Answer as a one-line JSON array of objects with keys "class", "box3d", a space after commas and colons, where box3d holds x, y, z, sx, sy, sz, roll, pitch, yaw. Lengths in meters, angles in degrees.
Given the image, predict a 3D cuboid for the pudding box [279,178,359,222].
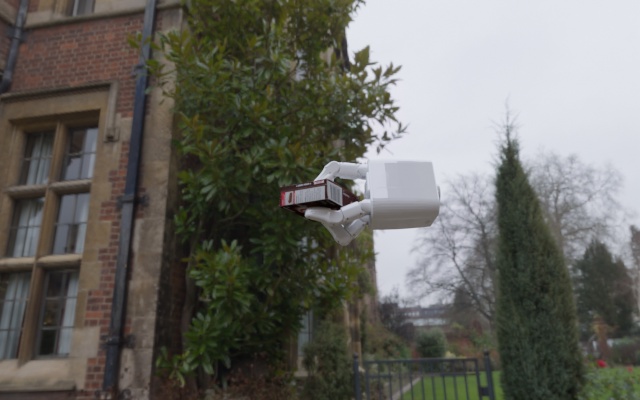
[{"class": "pudding box", "box3d": [0.000, 0.002, 0.780, 0.090, 0.039, 0.113, -10, -22, 28]}]
